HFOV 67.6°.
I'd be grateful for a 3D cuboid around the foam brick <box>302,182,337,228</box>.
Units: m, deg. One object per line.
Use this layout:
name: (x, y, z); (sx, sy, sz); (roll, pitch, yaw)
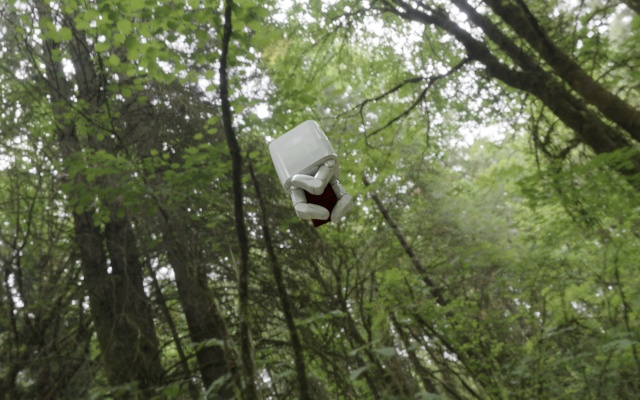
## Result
foam brick: (0.000, 0.003, 0.897); (0.053, 0.051, 0.078); (-21, -34, -9)
